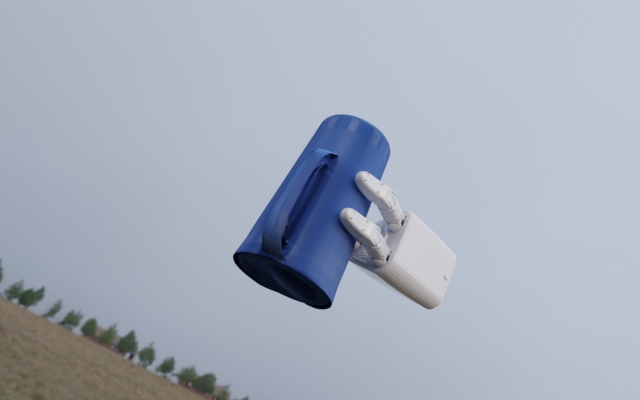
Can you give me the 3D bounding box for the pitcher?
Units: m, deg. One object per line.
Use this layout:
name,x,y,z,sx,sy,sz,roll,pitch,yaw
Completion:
pitcher,0.000,0.002,0.613,0.145,0.242,0.149,38,-27,-21
